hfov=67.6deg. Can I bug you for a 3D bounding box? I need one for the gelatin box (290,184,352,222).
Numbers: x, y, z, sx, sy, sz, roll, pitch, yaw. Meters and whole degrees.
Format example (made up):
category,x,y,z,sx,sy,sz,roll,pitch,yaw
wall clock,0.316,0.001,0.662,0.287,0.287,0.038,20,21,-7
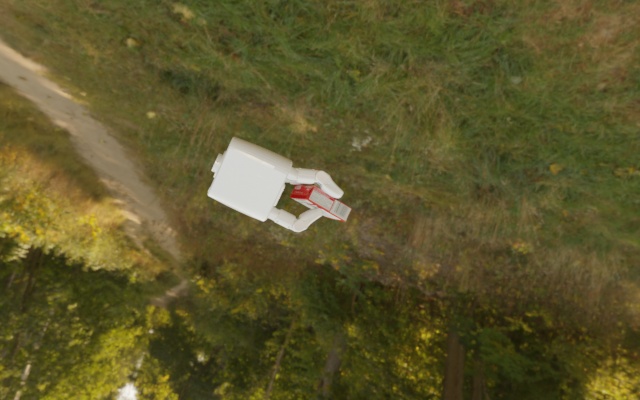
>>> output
category,x,y,z,sx,sy,sz,roll,pitch,yaw
gelatin box,0.000,0.003,0.848,0.089,0.030,0.073,30,-10,-25
